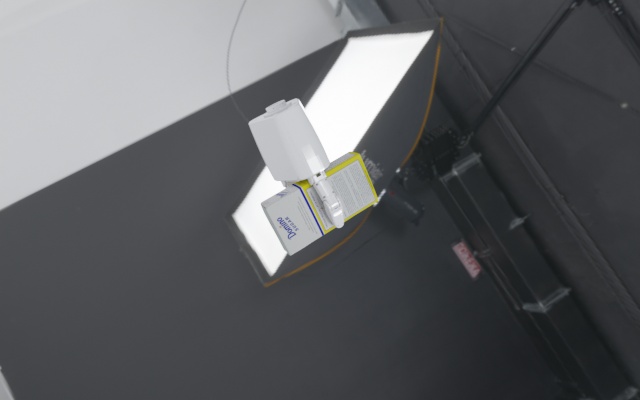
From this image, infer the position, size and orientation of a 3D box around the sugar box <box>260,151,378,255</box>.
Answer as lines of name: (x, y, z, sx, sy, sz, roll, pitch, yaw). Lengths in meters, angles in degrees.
sugar box: (0.000, 0.002, 0.773, 0.176, 0.093, 0.048, -29, 21, -11)
